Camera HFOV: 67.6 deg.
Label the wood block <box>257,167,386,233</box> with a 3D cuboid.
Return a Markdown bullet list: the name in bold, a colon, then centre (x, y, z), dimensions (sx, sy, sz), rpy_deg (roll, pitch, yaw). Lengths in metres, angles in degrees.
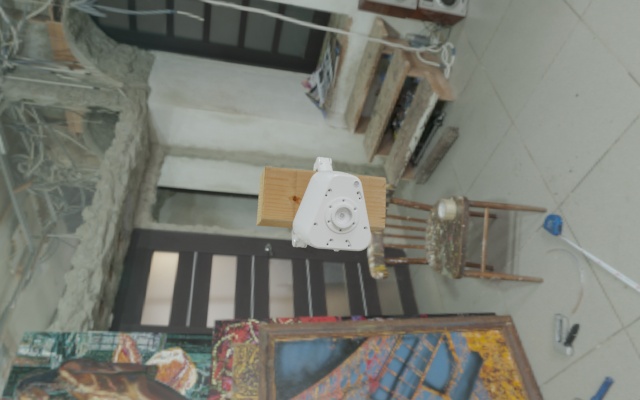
- **wood block**: centre (0.000, 0.002, 0.821), dimensions (0.206, 0.091, 0.090), rpy_deg (5, -10, -12)
